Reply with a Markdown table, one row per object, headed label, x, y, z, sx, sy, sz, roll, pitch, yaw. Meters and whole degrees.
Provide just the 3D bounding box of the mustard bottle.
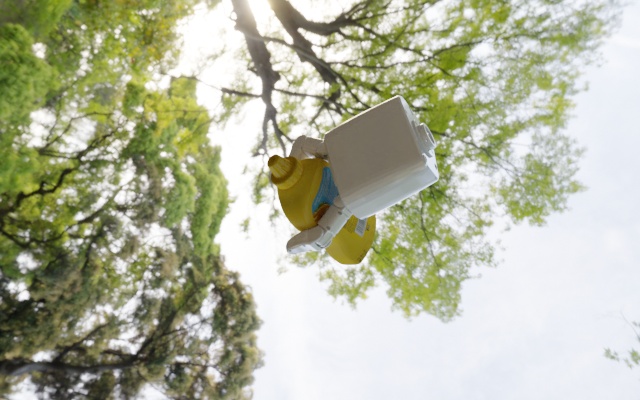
| label | x | y | z | sx | sy | sz | roll | pitch | yaw |
| --- | --- | --- | --- | --- | --- | --- | --- | --- | --- |
| mustard bottle | 0.000 | 0.002 | 0.608 | 0.058 | 0.096 | 0.192 | -5 | -34 | 39 |
